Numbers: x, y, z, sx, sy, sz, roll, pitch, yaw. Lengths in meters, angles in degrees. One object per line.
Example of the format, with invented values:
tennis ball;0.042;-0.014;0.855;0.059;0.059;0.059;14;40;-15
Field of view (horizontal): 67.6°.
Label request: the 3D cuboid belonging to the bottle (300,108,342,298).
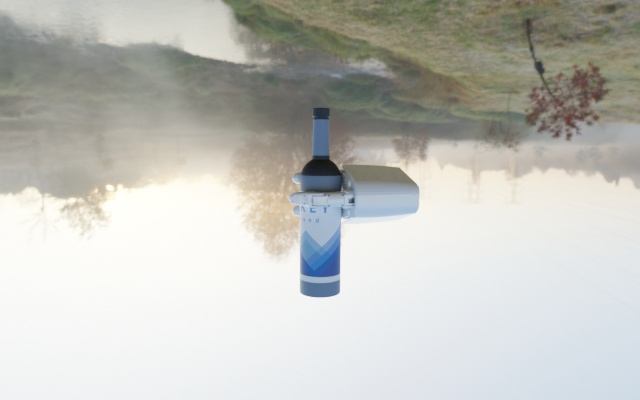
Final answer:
bottle;0.000;0.003;0.762;0.069;0.296;0.069;0;6;0
